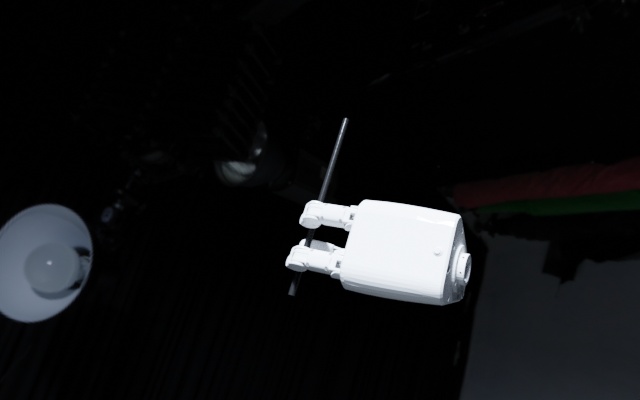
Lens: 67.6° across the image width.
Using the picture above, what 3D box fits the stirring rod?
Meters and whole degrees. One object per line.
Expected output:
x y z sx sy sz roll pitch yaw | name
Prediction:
0.000 0.002 0.595 0.011 0.239 0.011 16 -18 5 | stirring rod
